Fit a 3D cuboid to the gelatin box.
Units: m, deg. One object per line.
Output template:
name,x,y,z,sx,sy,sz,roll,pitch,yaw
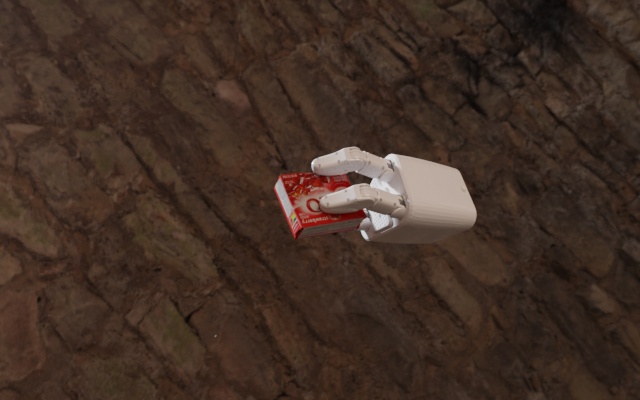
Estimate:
gelatin box,0.000,0.002,0.556,0.089,0.073,0.030,-8,-31,-29
